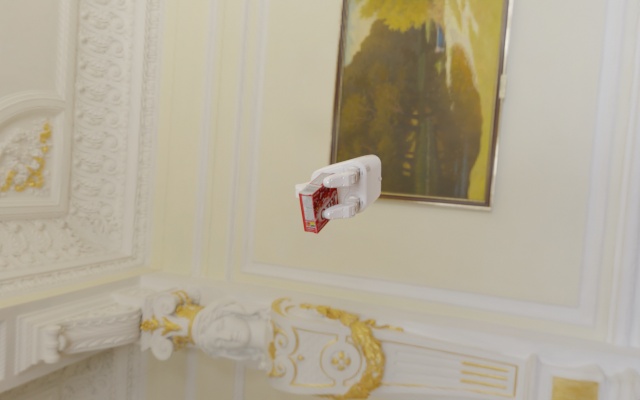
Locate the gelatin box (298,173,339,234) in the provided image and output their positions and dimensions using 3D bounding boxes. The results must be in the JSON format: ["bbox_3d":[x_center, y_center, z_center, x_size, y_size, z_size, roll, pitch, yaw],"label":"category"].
[{"bbox_3d":[0.000,0.003,0.810,0.030,0.073,0.089,7,30,27],"label":"gelatin box"}]
